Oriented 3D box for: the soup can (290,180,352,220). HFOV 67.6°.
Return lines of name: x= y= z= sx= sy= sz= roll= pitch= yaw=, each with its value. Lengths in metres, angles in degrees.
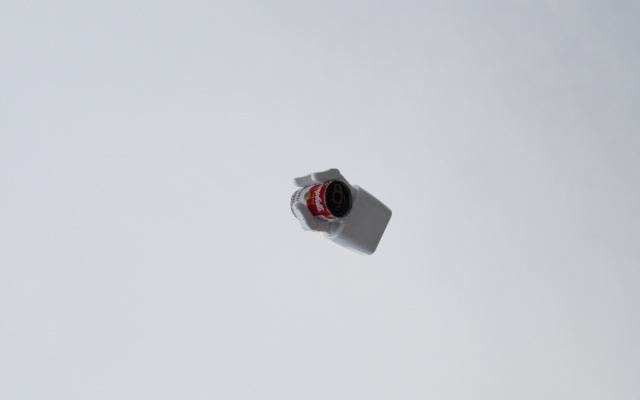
soup can: x=0.000 y=0.003 z=0.886 sx=0.068 sy=0.068 sz=0.102 roll=0 pitch=-6 yaw=-41
